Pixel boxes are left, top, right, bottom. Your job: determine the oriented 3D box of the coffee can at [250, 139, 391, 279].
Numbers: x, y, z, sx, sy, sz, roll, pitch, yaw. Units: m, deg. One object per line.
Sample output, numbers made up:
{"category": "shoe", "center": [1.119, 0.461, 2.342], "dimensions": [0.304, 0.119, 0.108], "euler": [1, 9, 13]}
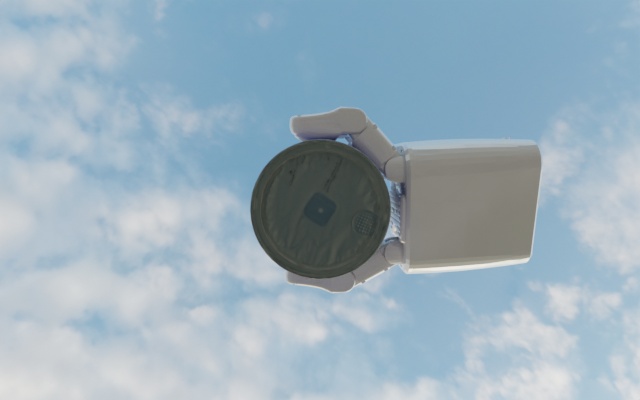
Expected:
{"category": "coffee can", "center": [0.000, 0.001, 0.415], "dimensions": [0.103, 0.103, 0.140], "euler": [0, 5, 0]}
